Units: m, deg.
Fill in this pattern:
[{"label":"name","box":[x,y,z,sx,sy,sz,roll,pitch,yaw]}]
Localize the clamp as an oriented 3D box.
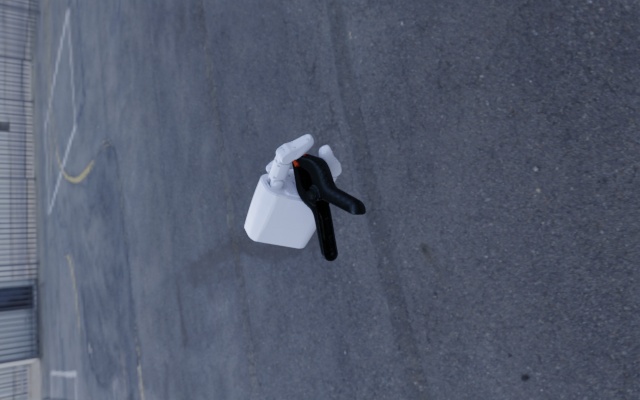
[{"label":"clamp","box":[0.000,0.002,0.709,0.039,0.120,0.171,0,40,-35]}]
